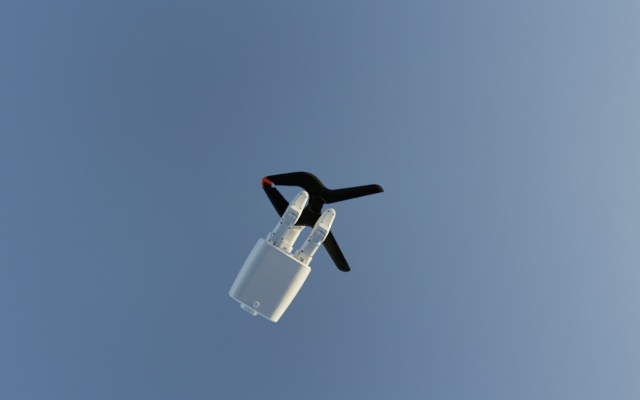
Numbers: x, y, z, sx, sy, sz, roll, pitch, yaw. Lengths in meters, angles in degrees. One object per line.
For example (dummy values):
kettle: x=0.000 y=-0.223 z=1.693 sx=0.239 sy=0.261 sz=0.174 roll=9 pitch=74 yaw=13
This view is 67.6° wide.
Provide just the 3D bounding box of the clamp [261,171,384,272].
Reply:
clamp: x=-0.001 y=0.003 z=0.823 sx=0.210 sy=0.164 sz=0.036 roll=33 pitch=-12 yaw=-7
